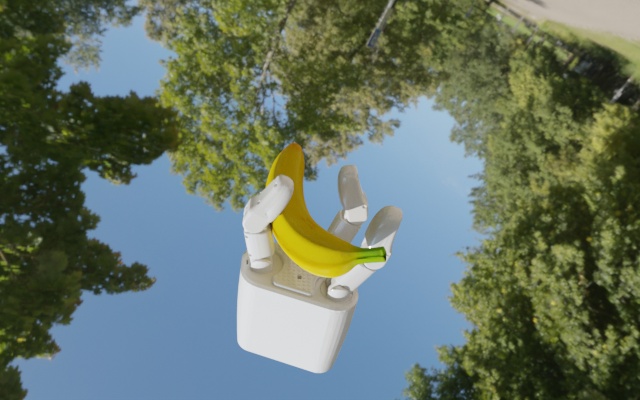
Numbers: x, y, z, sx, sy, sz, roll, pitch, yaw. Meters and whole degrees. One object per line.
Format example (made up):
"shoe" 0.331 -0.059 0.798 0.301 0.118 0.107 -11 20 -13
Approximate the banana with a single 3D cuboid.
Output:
"banana" -0.016 0.009 0.438 0.069 0.037 0.197 -20 41 -14
